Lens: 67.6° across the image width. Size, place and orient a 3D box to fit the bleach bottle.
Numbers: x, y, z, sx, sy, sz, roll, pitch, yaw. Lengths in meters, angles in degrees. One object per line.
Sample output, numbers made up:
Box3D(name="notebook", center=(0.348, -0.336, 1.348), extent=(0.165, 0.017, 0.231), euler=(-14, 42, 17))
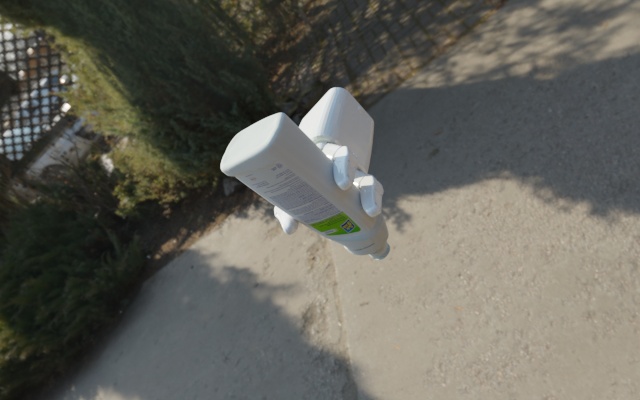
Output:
Box3D(name="bleach bottle", center=(0.000, 0.002, 0.606), extent=(0.102, 0.068, 0.251), euler=(-18, -48, 39))
